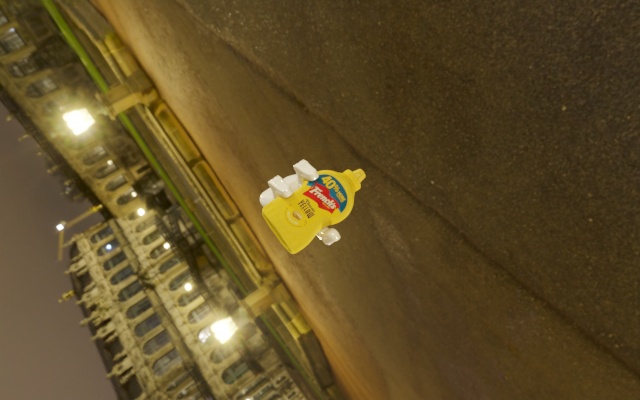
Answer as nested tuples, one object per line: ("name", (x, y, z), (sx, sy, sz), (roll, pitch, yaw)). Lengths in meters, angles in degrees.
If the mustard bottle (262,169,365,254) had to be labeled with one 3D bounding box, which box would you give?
("mustard bottle", (0.000, 0.003, 0.838), (0.191, 0.096, 0.058), (-35, -10, -15))
